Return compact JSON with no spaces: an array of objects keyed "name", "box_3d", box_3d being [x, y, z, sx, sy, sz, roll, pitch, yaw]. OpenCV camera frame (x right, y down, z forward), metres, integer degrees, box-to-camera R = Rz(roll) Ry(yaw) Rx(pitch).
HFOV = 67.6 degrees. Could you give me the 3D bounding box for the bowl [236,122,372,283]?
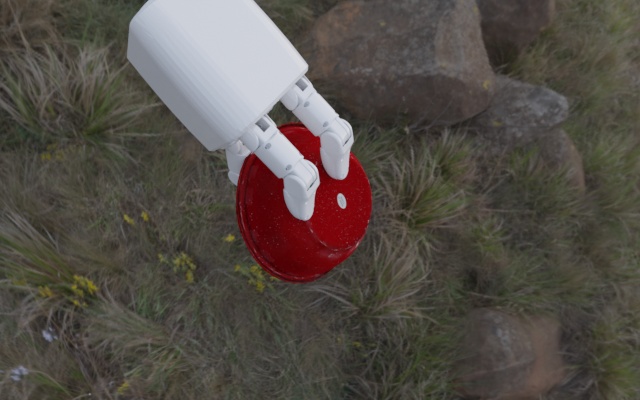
[{"name":"bowl","box_3d":[0.001,0.002,0.464,0.162,0.162,0.055,0,-2,-44]}]
